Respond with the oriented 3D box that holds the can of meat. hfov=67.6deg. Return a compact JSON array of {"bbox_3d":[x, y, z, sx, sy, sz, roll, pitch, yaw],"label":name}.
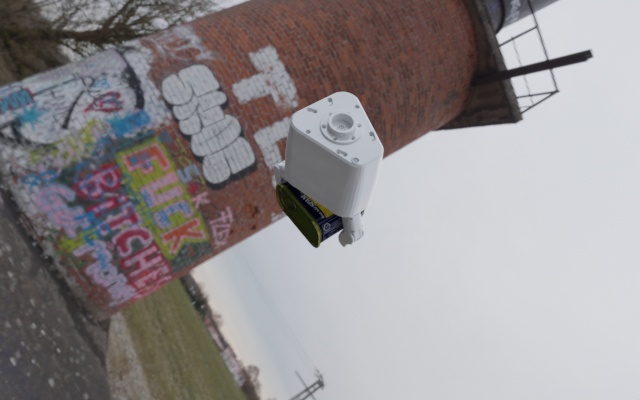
[{"bbox_3d":[0.000,0.002,0.668,0.084,0.102,0.057,-31,-28,-22],"label":"can of meat"}]
